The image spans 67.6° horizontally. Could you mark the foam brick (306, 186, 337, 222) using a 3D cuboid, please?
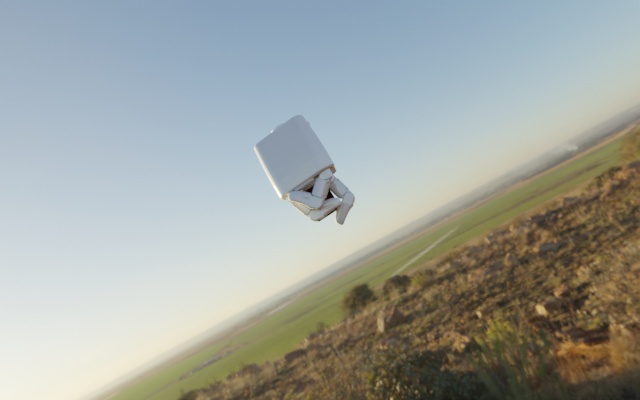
[{"bbox_3d":[0.000,0.003,0.874,0.053,0.051,0.078,-33,-8,2],"label":"foam brick"}]
